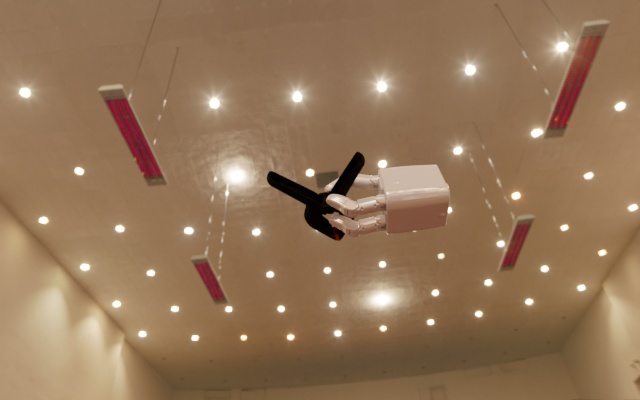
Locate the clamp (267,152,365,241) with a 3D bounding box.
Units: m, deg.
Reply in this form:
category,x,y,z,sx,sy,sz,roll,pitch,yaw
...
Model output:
category,x,y,z,sx,sy,sz,roll,pitch,yaw
clamp,0.000,0.002,0.850,0.164,0.036,0.210,-7,-41,2
